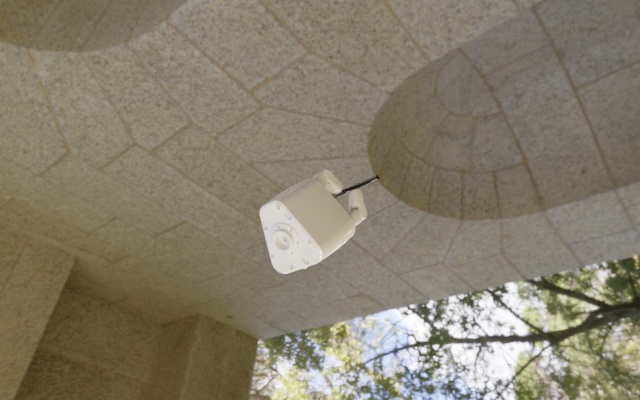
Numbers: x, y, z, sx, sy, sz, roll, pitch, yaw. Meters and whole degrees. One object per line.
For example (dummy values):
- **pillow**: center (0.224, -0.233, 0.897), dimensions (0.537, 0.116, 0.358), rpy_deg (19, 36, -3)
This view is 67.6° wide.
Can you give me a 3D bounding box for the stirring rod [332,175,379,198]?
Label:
- **stirring rod**: center (0.000, 0.003, 0.833), dimensions (0.239, 0.011, 0.011), rpy_deg (-24, -14, 34)
